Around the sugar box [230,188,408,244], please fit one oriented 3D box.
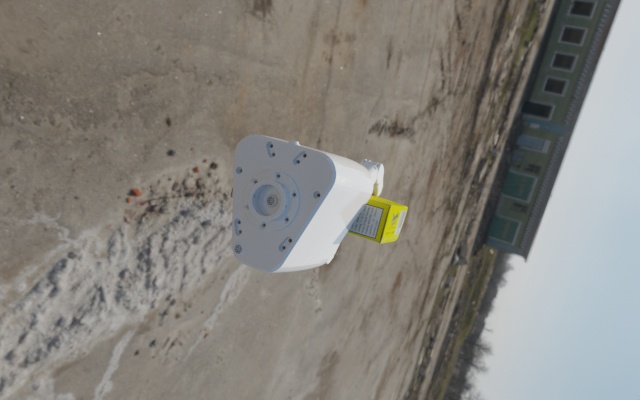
[{"bbox_3d":[0.000,0.001,0.531,0.176,0.048,0.093,18,4,20],"label":"sugar box"}]
